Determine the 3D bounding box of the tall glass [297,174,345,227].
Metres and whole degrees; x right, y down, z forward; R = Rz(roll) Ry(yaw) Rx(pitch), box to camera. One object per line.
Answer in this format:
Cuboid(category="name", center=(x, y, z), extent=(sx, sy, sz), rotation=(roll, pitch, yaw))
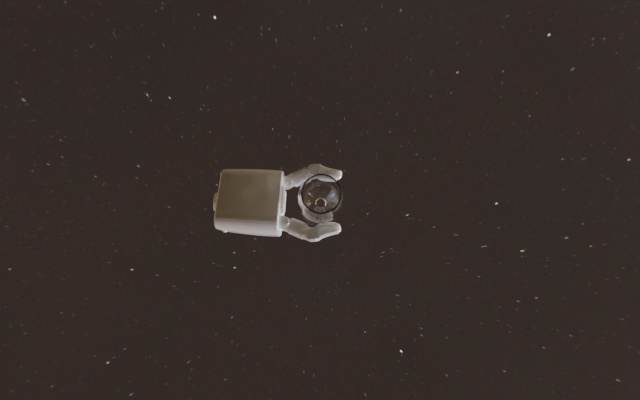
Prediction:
Cuboid(category="tall glass", center=(0.000, 0.003, 0.821), extent=(0.079, 0.079, 0.201), rotation=(0, -8, -1))
